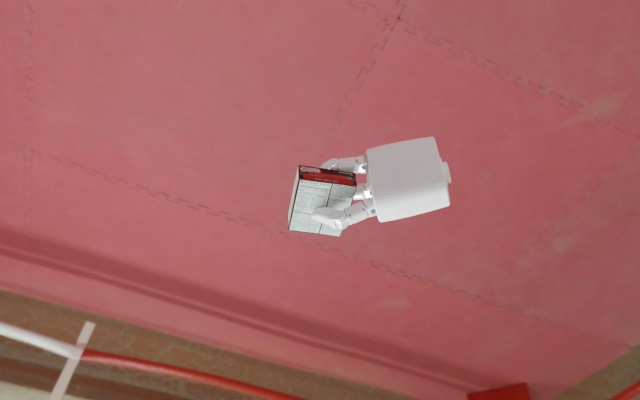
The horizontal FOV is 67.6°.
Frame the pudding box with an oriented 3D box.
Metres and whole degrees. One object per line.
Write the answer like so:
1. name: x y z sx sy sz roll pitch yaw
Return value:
1. pudding box: 0.000 0.003 0.740 0.090 0.114 0.039 8 39 -8
